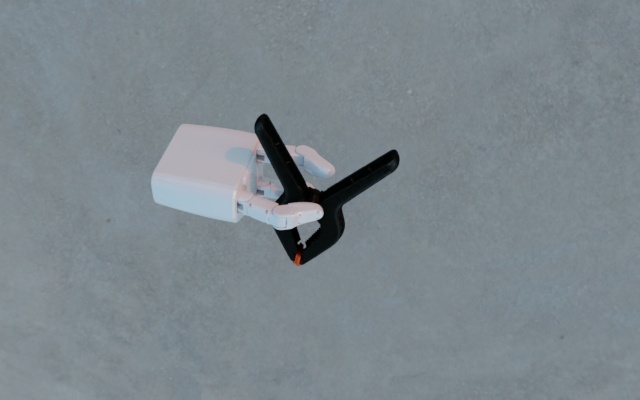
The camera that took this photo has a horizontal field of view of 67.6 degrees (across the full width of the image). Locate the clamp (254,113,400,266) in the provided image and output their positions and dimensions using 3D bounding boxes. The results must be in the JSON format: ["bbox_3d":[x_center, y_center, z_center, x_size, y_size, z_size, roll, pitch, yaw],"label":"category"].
[{"bbox_3d":[0.000,0.003,0.580,0.164,0.210,0.036,11,39,6],"label":"clamp"}]
